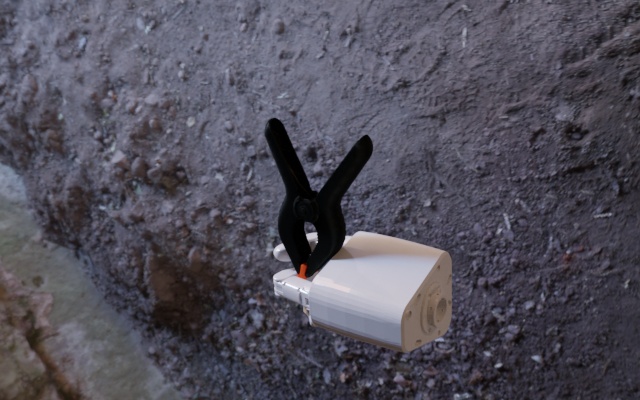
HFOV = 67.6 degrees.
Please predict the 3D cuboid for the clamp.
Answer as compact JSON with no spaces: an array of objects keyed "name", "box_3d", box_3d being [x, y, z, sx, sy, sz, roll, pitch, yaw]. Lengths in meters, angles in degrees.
[{"name":"clamp","box_3d":[0.000,0.002,0.488,0.120,0.171,0.039,8,22,37]}]
